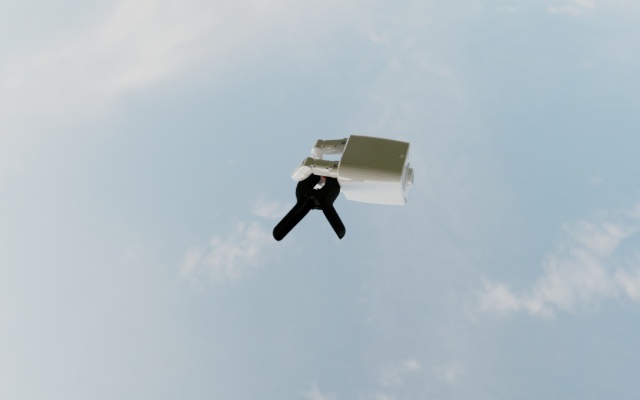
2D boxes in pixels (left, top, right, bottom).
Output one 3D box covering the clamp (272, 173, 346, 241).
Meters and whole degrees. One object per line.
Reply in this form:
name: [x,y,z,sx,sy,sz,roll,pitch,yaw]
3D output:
clamp: [0.000,0.003,0.800,0.120,0.171,0.039,8,-37,18]
